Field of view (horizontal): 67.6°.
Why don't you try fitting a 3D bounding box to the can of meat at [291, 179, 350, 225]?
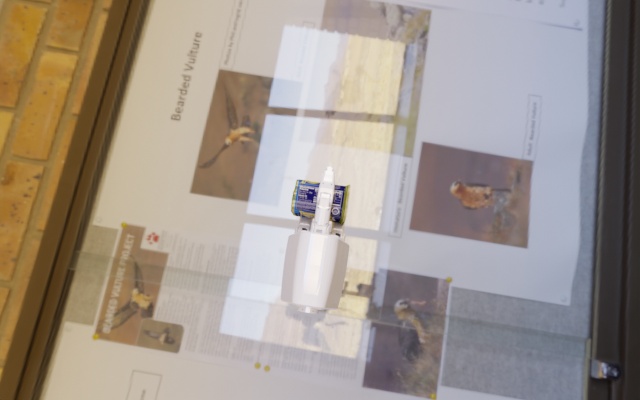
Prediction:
[{"bbox_3d":[0.000,0.002,0.752,0.084,0.057,0.102,8,-7,1],"label":"can of meat"}]
